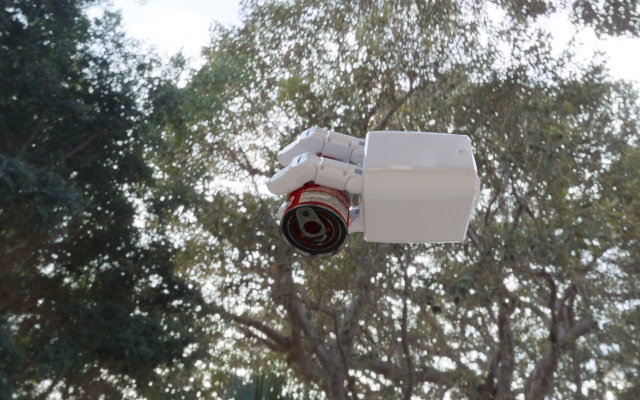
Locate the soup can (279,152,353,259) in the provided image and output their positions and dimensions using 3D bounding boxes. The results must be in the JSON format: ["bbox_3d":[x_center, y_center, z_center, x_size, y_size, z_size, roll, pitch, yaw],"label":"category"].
[{"bbox_3d":[0.000,0.002,0.499,0.068,0.069,0.102,0,36,10],"label":"soup can"}]
